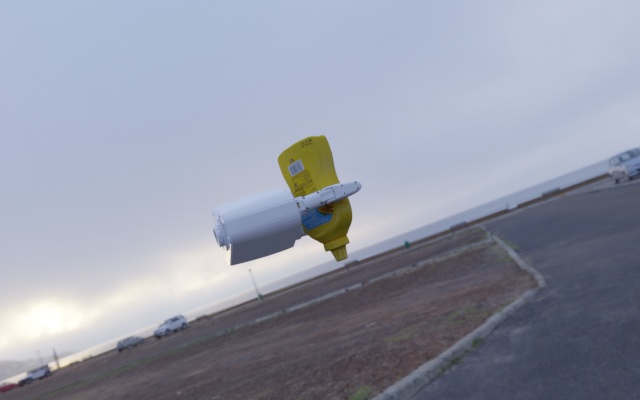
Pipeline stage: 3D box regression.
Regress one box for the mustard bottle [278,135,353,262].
[{"bbox_3d":[0.000,0.002,0.741,0.058,0.191,0.096,-14,-9,-46],"label":"mustard bottle"}]
